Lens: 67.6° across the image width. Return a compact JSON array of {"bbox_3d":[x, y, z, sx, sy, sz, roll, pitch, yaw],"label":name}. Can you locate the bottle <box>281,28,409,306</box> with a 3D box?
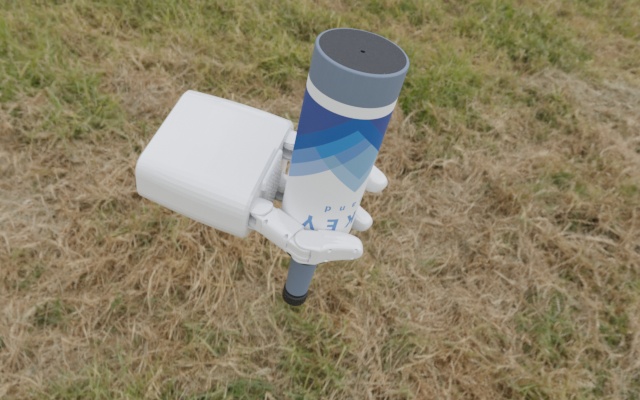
[{"bbox_3d":[0.000,0.001,0.426,0.069,0.296,0.069,8,44,-8],"label":"bottle"}]
